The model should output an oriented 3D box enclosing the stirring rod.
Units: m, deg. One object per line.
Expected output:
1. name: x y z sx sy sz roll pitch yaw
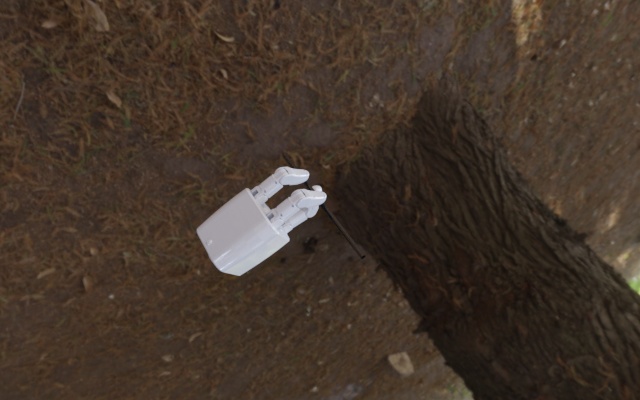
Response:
1. stirring rod: 0.000 0.002 0.758 0.011 0.011 0.239 0 42 -44
